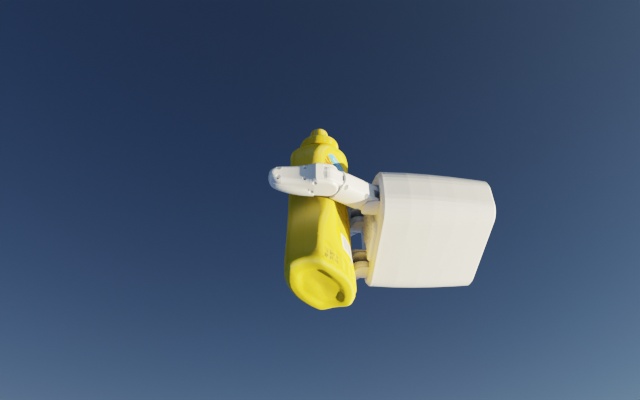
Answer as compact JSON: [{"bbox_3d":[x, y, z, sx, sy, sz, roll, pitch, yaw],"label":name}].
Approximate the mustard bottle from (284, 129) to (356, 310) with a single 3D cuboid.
[{"bbox_3d":[0.000,0.002,0.472,0.058,0.191,0.096,-12,-39,15],"label":"mustard bottle"}]
